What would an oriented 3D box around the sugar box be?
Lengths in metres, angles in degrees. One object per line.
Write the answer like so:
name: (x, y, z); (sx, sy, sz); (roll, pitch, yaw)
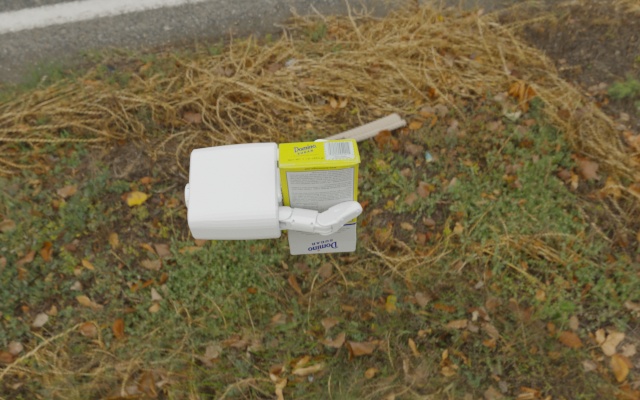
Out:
sugar box: (0.000, 0.002, 0.610); (0.093, 0.048, 0.176); (-3, -38, -1)
